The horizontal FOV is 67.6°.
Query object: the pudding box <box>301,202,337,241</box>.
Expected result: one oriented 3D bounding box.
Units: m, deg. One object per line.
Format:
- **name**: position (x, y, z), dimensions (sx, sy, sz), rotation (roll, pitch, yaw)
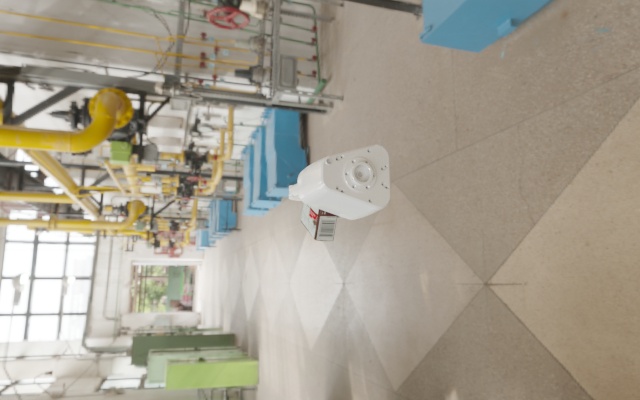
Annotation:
- **pudding box**: position (0.000, 0.003, 0.835), dimensions (0.039, 0.113, 0.090), rotation (4, 19, -20)
